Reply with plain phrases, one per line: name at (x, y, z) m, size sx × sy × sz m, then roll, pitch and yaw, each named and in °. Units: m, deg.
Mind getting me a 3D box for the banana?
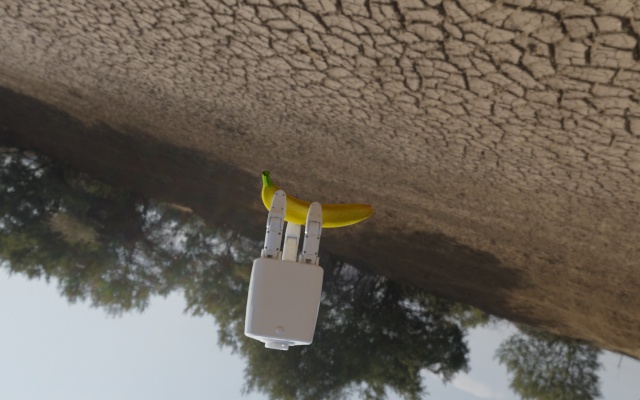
banana at (-0.012, 0.012, 0.742) m, size 0.198 × 0.037 × 0.070 m, roll 17°, pitch -44°, yaw -27°
